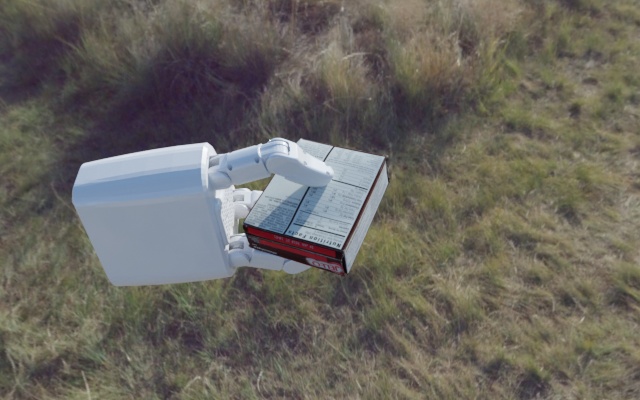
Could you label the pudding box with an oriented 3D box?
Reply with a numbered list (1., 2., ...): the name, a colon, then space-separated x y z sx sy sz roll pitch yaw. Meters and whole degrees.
1. pudding box: 0.000 0.001 0.408 0.090 0.113 0.039 15 -36 19
